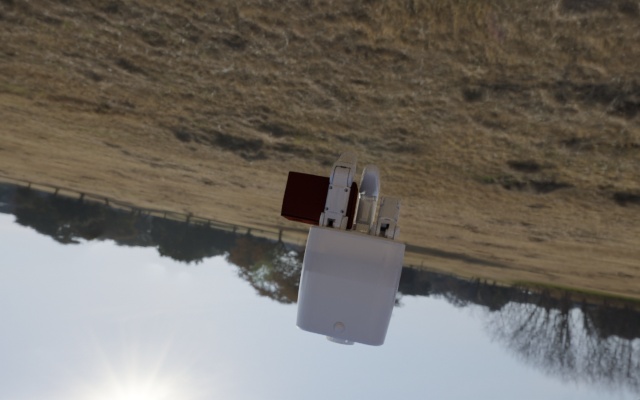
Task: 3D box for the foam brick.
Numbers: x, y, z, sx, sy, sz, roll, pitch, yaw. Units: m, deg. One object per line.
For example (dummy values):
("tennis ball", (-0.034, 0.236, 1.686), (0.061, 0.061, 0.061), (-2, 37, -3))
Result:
("foam brick", (0.000, 0.002, 0.536), (0.078, 0.051, 0.053), (10, -6, 8))
